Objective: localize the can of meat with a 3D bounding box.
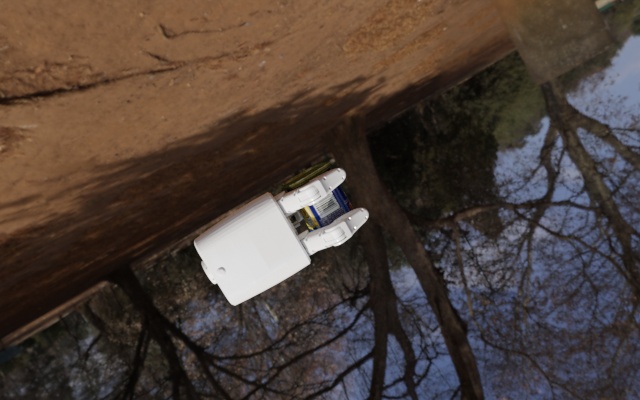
[{"bbox_3d":[0.000,0.002,0.606,0.057,0.084,0.102,-31,8,-10],"label":"can of meat"}]
